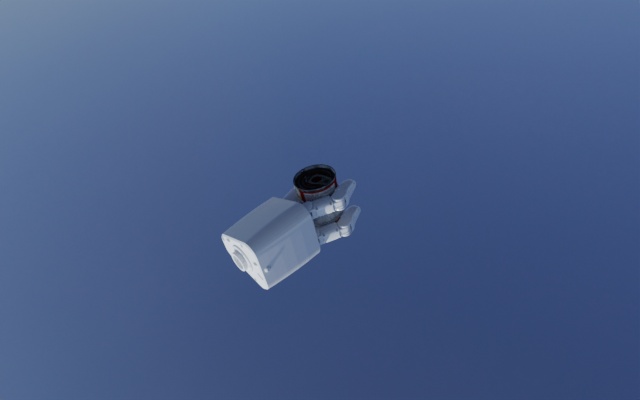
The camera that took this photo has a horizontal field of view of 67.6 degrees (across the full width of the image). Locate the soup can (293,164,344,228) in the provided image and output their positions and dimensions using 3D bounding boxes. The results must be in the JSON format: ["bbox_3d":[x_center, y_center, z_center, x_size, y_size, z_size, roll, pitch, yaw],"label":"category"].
[{"bbox_3d":[0.000,0.002,0.769,0.068,0.102,0.068,-9,37,7],"label":"soup can"}]
